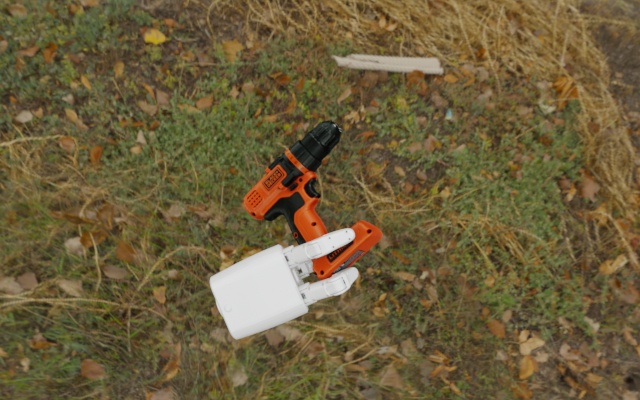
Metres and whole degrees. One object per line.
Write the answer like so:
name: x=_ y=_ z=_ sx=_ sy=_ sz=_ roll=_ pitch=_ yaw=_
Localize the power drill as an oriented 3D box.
power drill: x=0.000 y=0.003 z=0.674 sx=0.184 sy=0.187 sz=0.057 roll=-45 pitch=-24 yaw=12
